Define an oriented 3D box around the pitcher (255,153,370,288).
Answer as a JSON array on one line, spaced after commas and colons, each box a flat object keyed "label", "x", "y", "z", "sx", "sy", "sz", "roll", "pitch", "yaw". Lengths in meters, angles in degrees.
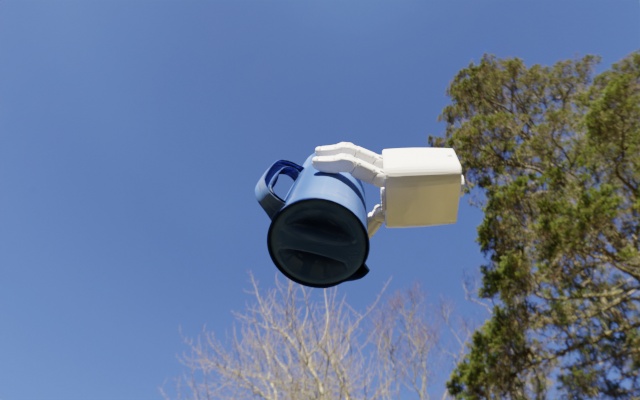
[{"label": "pitcher", "x": 0.000, "y": 0.002, "z": 0.710, "sx": 0.145, "sy": 0.149, "sz": 0.242, "roll": -4, "pitch": 25, "yaw": 8}]
